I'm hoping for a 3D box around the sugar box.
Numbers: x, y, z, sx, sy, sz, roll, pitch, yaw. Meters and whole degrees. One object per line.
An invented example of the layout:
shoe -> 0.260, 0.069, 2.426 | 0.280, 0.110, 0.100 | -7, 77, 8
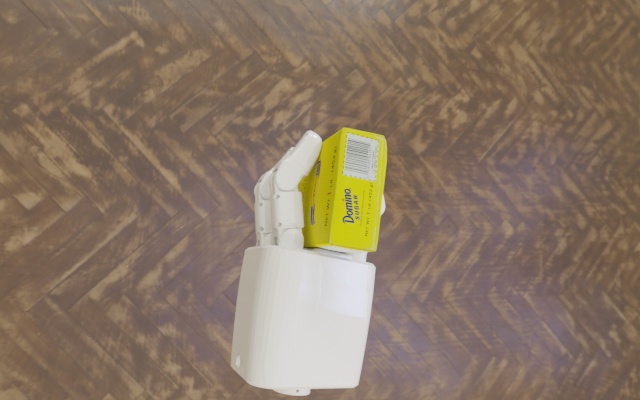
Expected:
sugar box -> 0.000, 0.001, 0.441 | 0.048, 0.093, 0.176 | 11, -11, -20
